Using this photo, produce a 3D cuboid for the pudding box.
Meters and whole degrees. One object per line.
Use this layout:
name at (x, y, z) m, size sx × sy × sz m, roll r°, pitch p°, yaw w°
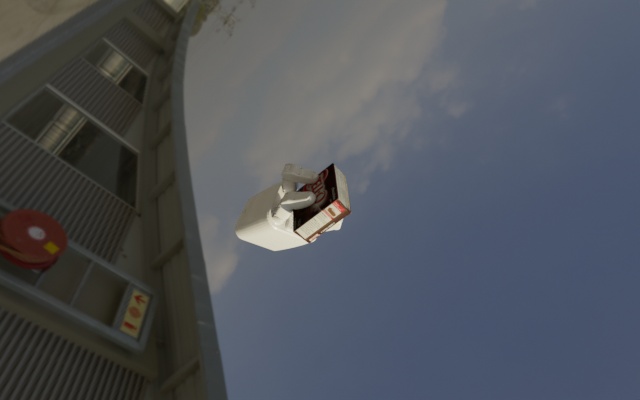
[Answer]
pudding box at (0.000, 0.003, 0.755) m, size 0.090 × 0.039 × 0.113 m, roll -38°, pitch 29°, yaw 19°
